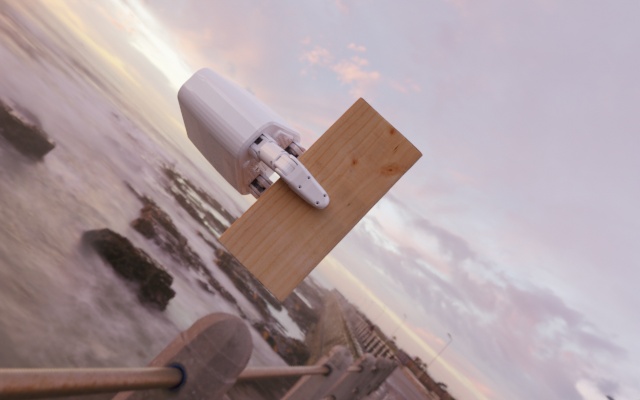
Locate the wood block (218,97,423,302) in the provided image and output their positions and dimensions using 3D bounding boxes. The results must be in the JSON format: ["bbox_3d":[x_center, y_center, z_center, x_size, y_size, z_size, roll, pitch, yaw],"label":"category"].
[{"bbox_3d":[0.000,0.001,0.517,0.090,0.206,0.091,44,-6,4],"label":"wood block"}]
